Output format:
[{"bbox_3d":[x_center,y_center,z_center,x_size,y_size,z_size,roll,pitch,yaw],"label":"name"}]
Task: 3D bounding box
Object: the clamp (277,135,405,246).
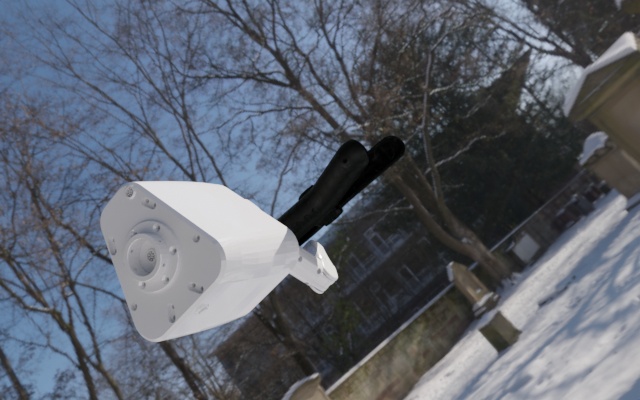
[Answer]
[{"bbox_3d":[0.000,0.001,0.428,0.171,0.039,0.120,-45,-17,15],"label":"clamp"}]
